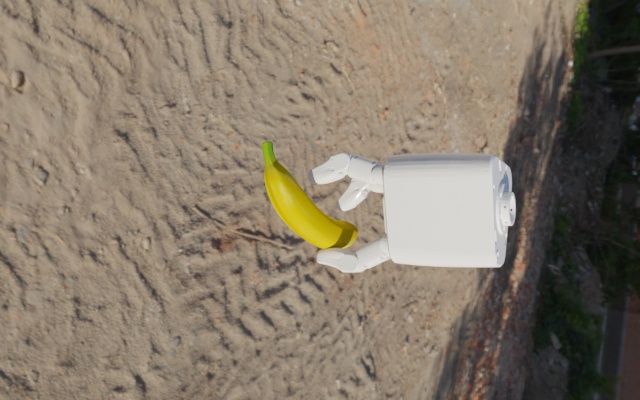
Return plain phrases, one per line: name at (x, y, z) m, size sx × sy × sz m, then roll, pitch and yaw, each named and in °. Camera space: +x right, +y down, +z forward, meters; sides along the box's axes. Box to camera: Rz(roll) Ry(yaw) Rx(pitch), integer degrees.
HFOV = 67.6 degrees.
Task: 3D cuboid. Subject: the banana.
banana at (-0.006, 0.016, 0.538) m, size 0.037 × 0.069 × 0.198 m, roll -5°, pitch -34°, yaw 32°
